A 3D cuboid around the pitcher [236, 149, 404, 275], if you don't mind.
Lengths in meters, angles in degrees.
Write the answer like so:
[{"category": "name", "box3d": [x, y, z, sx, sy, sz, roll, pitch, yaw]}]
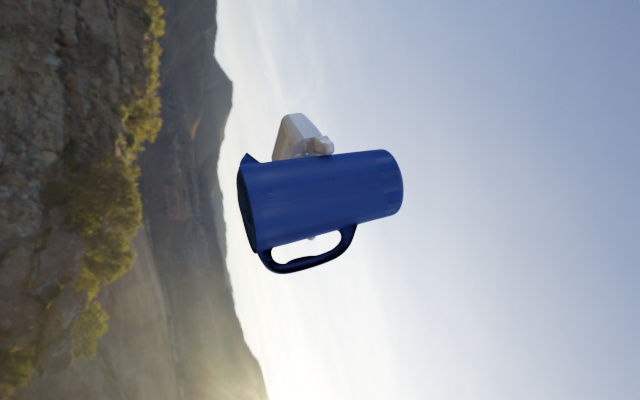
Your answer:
[{"category": "pitcher", "box3d": [0.000, 0.002, 0.726, 0.243, 0.149, 0.145, -11, 35, -16]}]
